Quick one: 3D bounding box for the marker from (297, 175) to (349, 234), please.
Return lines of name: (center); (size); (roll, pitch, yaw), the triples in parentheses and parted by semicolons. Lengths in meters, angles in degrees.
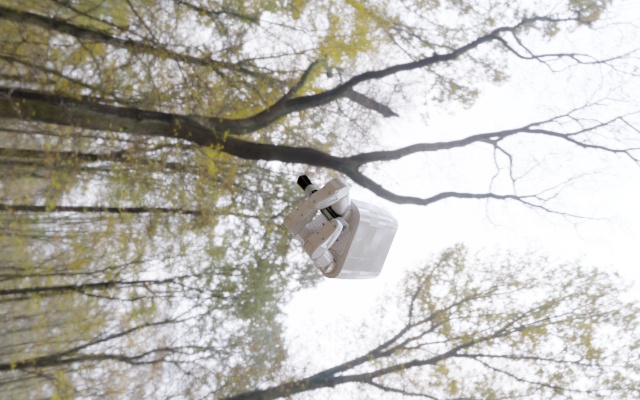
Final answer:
marker: (0.000, 0.002, 0.680); (0.020, 0.020, 0.121); (0, 37, -39)
